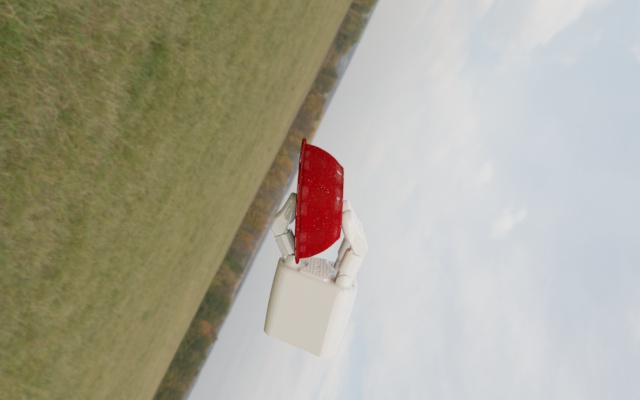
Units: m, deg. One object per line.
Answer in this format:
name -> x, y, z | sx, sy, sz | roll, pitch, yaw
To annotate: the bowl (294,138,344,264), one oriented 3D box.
bowl -> 0.001, 0.001, 0.608 | 0.055, 0.162, 0.162 | 3, 0, 1
